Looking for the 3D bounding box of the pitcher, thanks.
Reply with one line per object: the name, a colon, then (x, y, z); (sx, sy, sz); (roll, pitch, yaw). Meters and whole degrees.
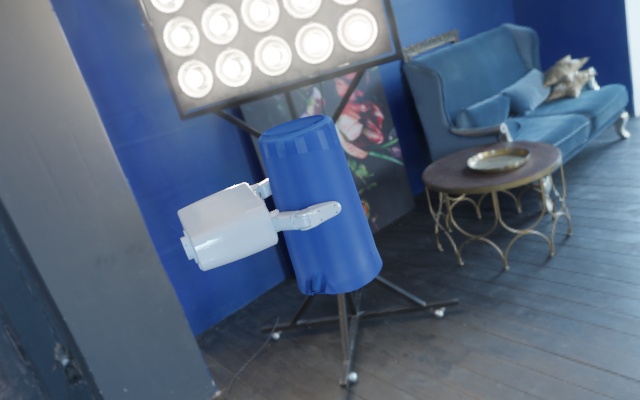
pitcher: (0.000, 0.002, 0.699); (0.145, 0.243, 0.149); (-22, 19, -16)
